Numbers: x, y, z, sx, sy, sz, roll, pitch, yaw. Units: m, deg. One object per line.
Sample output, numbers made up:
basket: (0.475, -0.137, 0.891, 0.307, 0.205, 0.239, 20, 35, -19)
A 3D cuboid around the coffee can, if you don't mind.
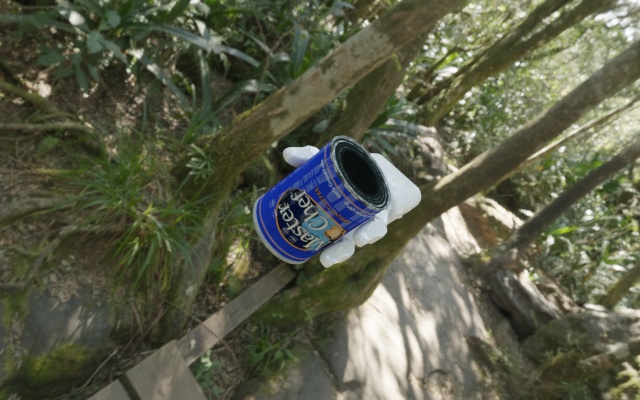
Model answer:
coffee can: (0.000, 0.002, 0.587, 0.140, 0.102, 0.103, -36, -20, 31)
